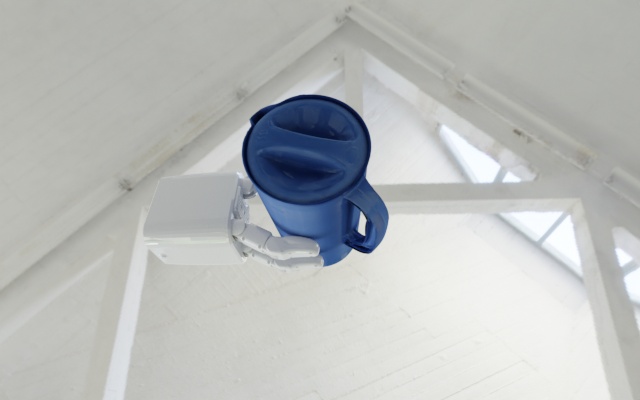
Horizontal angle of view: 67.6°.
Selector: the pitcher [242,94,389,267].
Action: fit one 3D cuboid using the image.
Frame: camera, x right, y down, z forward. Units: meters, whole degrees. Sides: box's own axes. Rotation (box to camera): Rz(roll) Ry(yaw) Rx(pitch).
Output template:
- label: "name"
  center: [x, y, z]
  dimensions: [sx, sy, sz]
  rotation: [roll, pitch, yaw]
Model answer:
- label: "pitcher"
  center: [0.000, 0.002, 0.583]
  dimensions: [0.145, 0.149, 0.243]
  rotation: [-4, -27, 2]
